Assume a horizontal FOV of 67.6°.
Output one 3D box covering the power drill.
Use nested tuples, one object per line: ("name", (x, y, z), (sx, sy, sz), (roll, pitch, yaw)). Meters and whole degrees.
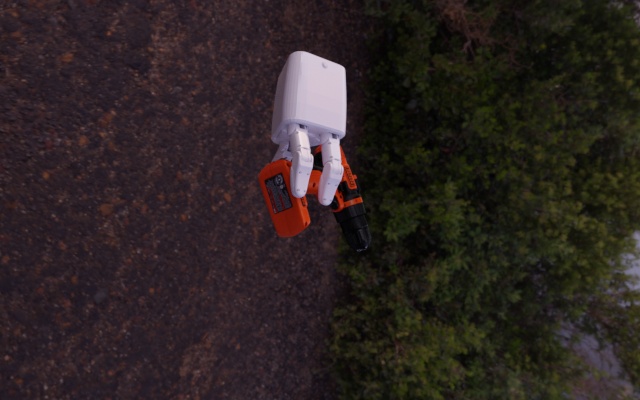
("power drill", (0.000, 0.002, 0.721), (0.057, 0.184, 0.187), (-24, -7, 32))
